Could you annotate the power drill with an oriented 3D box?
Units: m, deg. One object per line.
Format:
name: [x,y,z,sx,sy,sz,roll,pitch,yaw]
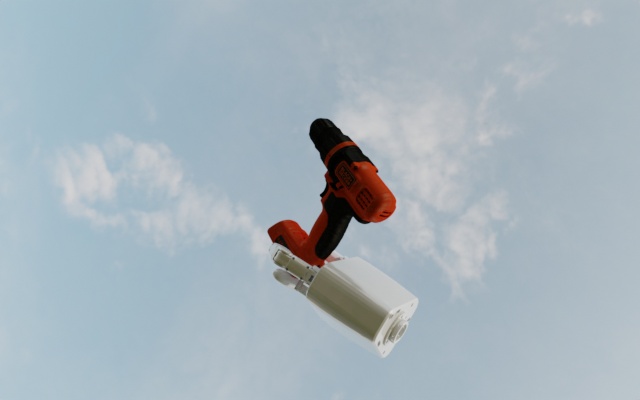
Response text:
power drill: [0.000,0.003,0.657,0.057,0.188,0.184,7,39,-42]
